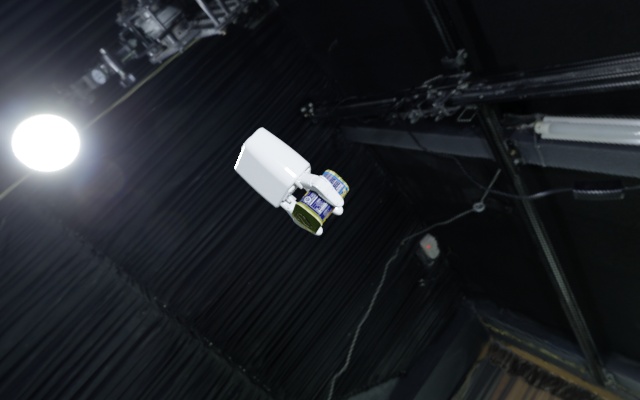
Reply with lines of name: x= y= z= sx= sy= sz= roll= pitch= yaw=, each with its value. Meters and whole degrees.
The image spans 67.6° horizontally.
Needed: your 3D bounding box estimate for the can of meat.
can of meat: x=0.000 y=0.003 z=0.832 sx=0.057 sy=0.084 sz=0.102 roll=39 pitch=-17 yaw=4
